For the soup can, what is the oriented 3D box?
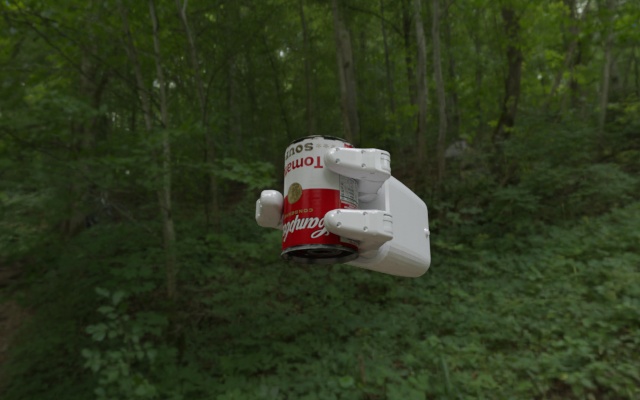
[{"bbox_3d":[0.000,0.001,0.431,0.068,0.102,0.068,0,-19,0],"label":"soup can"}]
